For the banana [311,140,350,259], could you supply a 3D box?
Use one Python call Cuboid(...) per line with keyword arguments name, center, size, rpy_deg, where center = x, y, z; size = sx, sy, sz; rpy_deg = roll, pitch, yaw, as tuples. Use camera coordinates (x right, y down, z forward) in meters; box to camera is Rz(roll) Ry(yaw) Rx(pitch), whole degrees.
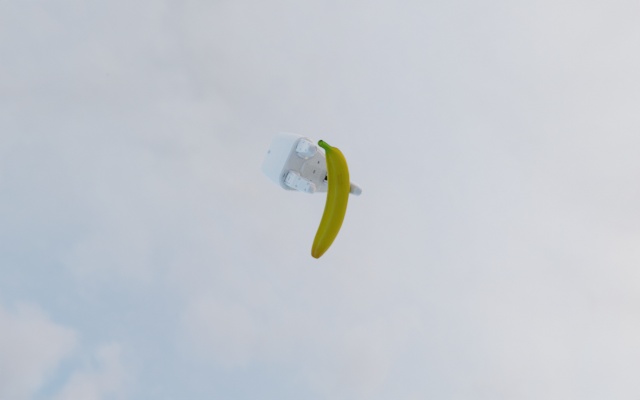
Cuboid(name="banana", center=(0.016, -0.003, 0.777), size=(0.069, 0.198, 0.037), rpy_deg=(-7, 18, -30))
